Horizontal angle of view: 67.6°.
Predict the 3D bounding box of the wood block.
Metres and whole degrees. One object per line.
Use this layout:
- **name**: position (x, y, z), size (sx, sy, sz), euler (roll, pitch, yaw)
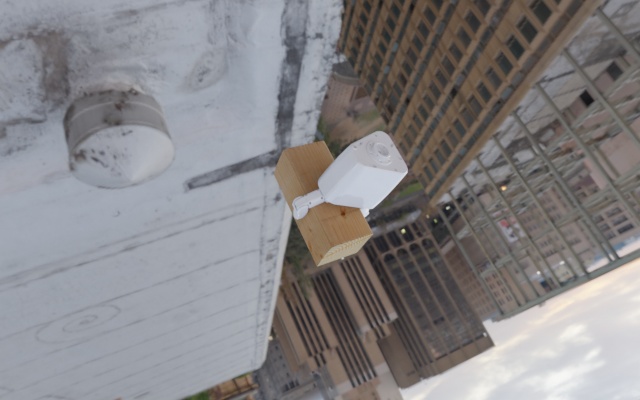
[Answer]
- **wood block**: position (0.000, 0.003, 0.889), size (0.091, 0.206, 0.090), euler (-16, -23, -27)
